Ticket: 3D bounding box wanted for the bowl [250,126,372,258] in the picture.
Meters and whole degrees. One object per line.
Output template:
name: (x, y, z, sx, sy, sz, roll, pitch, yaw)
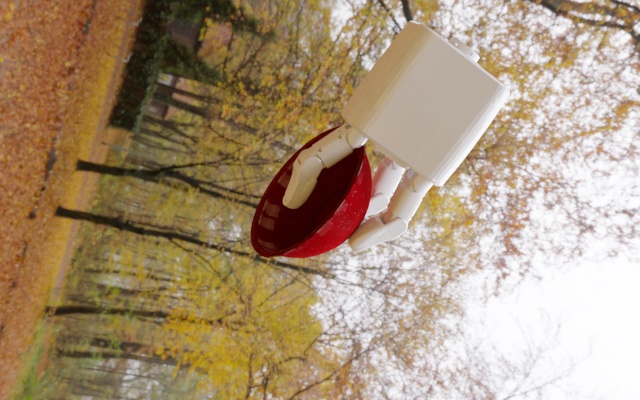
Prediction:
bowl: (-0.001, 0.003, 0.499, 0.055, 0.162, 0.162, 40, -21, -28)
